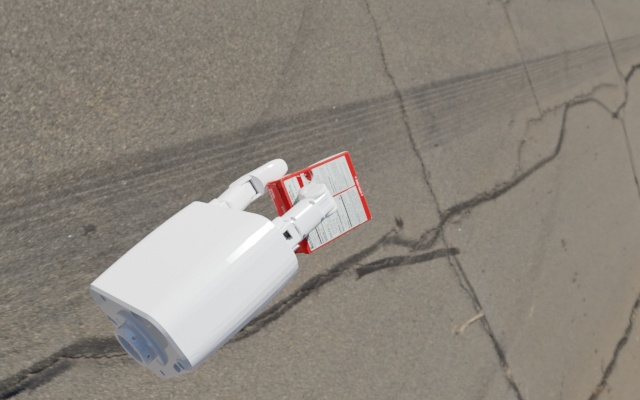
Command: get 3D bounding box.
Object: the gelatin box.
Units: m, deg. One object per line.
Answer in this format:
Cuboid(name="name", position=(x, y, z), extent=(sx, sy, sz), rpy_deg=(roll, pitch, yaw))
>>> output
Cuboid(name="gelatin box", position=(0.001, 0.001, 0.459), extent=(0.089, 0.073, 0.030), rpy_deg=(-26, 9, -35))
